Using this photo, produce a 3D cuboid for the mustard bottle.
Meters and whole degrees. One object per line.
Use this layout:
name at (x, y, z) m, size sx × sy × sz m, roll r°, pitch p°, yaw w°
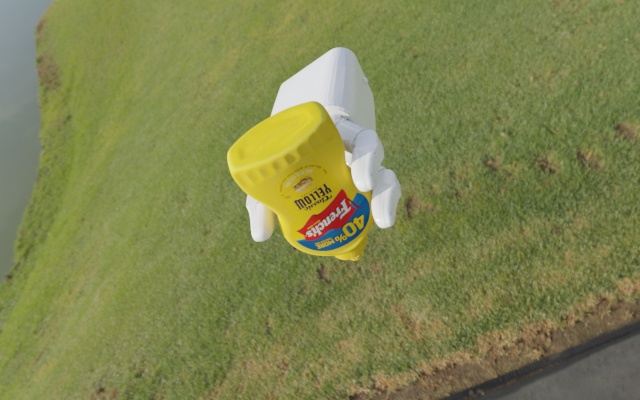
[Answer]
mustard bottle at (0.000, 0.002, 0.458) m, size 0.096 × 0.058 × 0.192 m, roll -30°, pitch -46°, yaw 4°
